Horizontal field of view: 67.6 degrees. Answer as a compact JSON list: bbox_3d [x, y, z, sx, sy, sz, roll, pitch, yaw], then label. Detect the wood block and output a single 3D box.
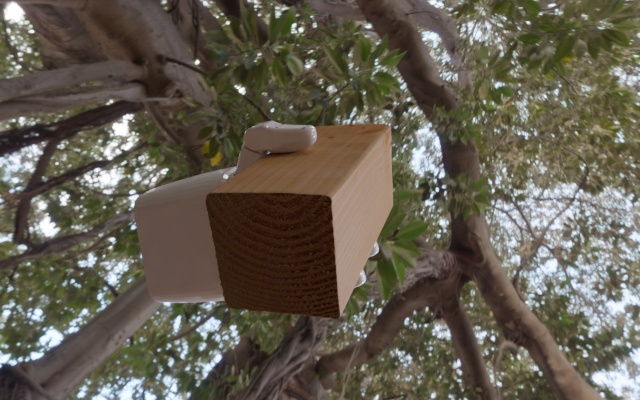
[{"bbox_3d":[0.000,0.001,0.406,0.090,0.091,0.206,1,21,18],"label":"wood block"}]
